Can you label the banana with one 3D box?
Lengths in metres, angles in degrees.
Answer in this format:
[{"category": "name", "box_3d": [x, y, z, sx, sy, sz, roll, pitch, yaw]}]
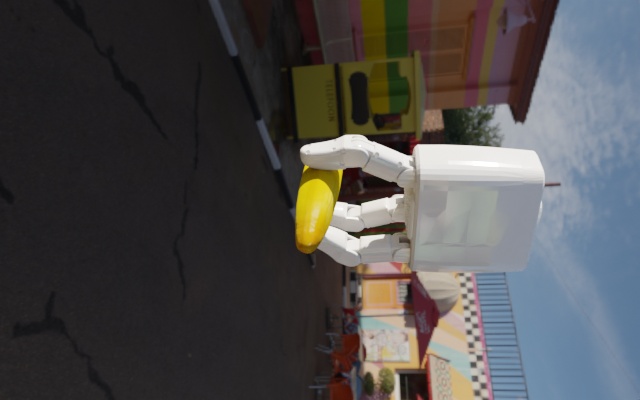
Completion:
[{"category": "banana", "box_3d": [0.002, -0.017, 0.465, 0.037, 0.070, 0.197, 6, 18, 2]}]
